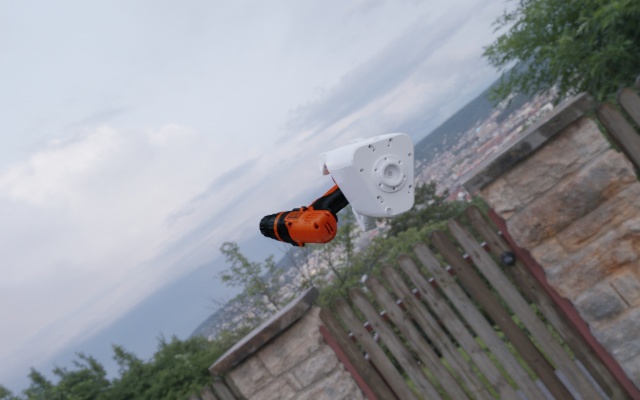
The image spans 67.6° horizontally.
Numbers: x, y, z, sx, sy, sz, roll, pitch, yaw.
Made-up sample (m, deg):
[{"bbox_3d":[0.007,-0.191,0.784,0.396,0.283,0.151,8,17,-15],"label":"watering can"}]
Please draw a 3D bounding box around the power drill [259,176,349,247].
[{"bbox_3d":[0.001,0.002,0.794,0.187,0.057,0.184,-45,26,-29],"label":"power drill"}]
